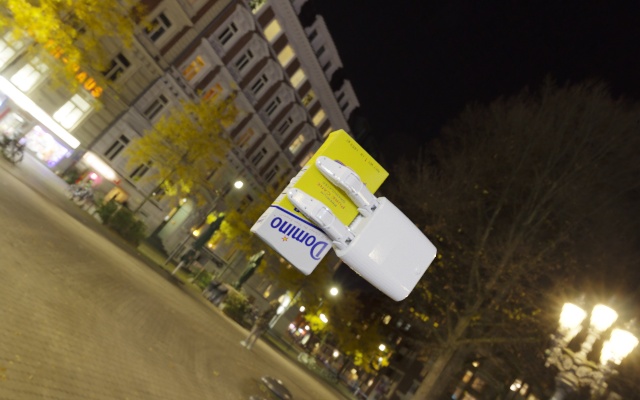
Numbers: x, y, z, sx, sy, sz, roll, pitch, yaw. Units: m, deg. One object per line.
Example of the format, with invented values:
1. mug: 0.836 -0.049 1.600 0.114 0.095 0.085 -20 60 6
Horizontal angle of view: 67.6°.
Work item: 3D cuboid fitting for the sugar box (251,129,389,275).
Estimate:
1. sugar box: 0.000 0.002 0.630 0.093 0.176 0.048 41 -14 -13
